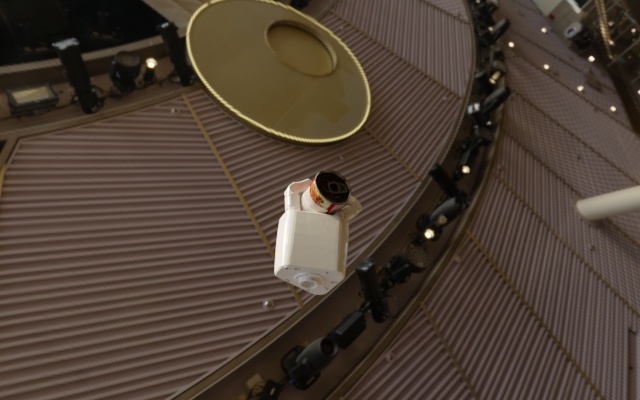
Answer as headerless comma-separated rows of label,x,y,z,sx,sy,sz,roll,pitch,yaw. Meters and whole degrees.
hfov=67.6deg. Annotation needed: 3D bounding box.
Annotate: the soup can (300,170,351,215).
soup can,0.000,0.002,0.833,0.068,0.068,0.102,0,-32,-31
